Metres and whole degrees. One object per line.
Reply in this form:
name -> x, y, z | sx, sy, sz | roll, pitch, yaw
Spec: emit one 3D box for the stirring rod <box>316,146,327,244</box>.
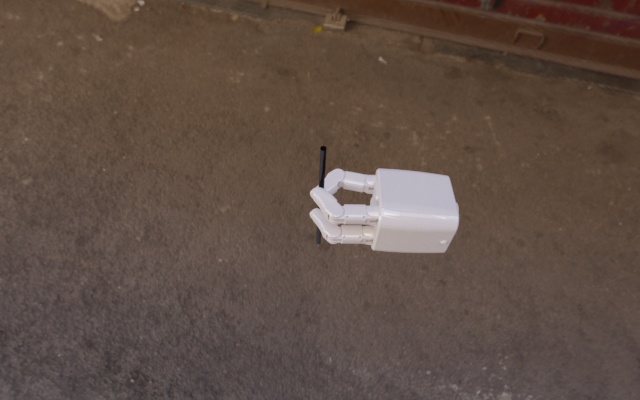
stirring rod -> 0.000, 0.002, 0.687 | 0.011, 0.011, 0.240 | 0, -33, -2
